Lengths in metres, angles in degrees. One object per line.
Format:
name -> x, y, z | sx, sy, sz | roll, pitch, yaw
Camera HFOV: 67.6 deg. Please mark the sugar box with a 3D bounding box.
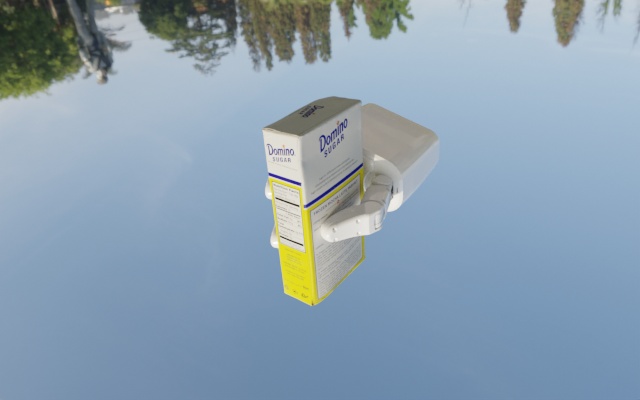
sugar box -> 0.000, 0.001, 0.444 | 0.048, 0.176, 0.093 | 16, 36, 34
